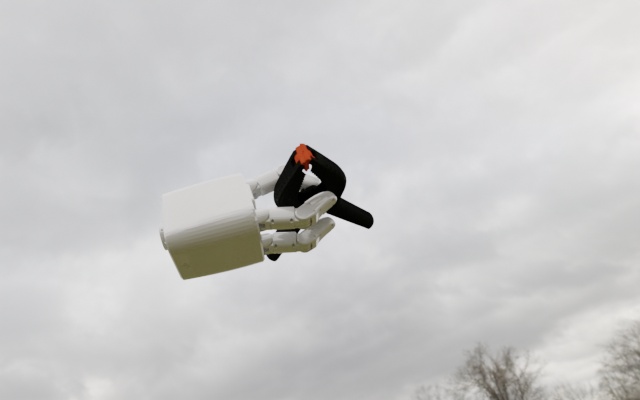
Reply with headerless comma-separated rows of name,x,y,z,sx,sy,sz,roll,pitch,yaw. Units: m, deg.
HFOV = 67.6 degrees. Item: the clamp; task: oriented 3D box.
clamp,0.000,0.001,0.629,0.164,0.036,0.210,-15,-35,-12
